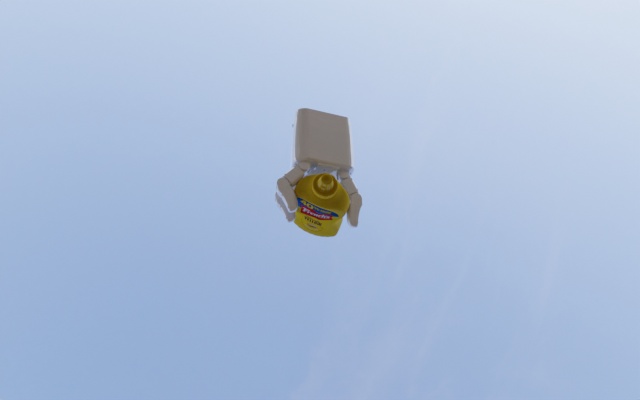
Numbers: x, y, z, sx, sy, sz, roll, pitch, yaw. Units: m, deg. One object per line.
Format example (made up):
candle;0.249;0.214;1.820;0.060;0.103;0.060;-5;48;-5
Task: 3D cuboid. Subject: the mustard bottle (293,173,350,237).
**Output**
mustard bottle;0.000;0.003;0.817;0.096;0.058;0.192;24;-23;4
